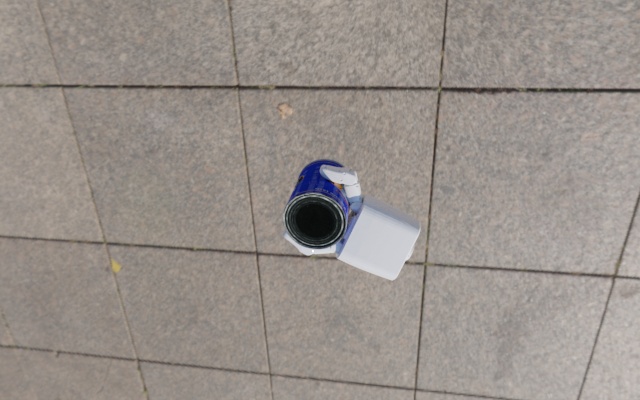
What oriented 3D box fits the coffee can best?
[{"bbox_3d":[0.000,0.002,0.808,0.103,0.103,0.140,0,27,9],"label":"coffee can"}]
